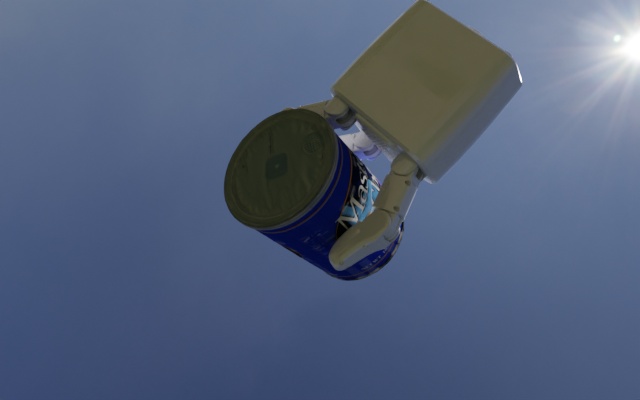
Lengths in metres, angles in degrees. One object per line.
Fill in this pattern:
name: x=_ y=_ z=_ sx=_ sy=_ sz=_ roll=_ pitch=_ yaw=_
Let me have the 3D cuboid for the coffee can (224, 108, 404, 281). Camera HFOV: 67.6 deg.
coffee can: x=0.000 y=0.001 z=0.418 sx=0.103 sy=0.102 sz=0.140 roll=0 pitch=-24 yaw=32
